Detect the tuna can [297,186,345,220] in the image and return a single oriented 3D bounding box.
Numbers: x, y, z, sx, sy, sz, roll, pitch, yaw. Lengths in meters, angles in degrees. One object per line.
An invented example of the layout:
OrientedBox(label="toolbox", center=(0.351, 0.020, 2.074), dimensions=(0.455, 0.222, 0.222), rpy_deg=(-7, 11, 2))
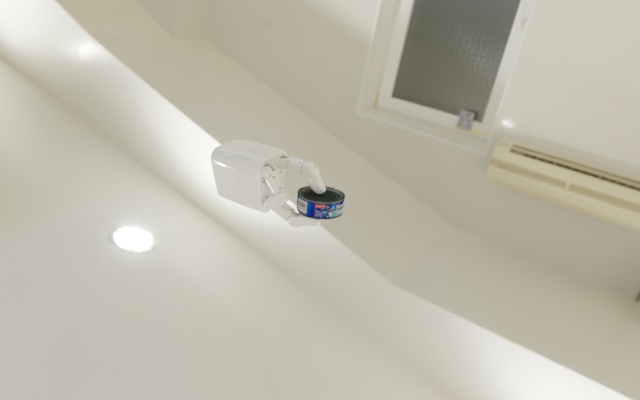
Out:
OrientedBox(label="tuna can", center=(0.000, 0.003, 0.851), dimensions=(0.086, 0.034, 0.086), rpy_deg=(5, 21, -2))
